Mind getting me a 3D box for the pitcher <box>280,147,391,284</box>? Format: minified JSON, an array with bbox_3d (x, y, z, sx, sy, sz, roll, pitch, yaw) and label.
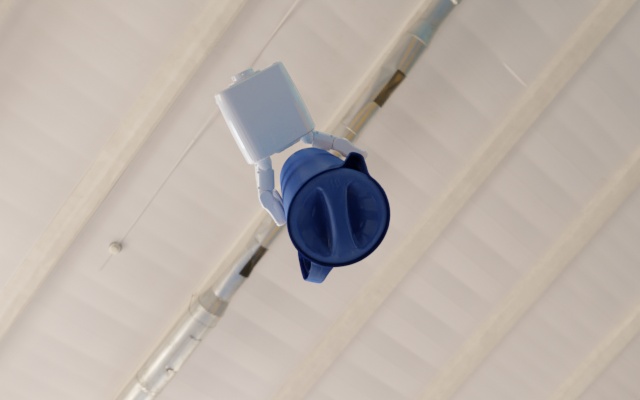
[{"bbox_3d":[0.000,0.002,0.707,0.149,0.145,0.242,-30,18,-1],"label":"pitcher"}]
